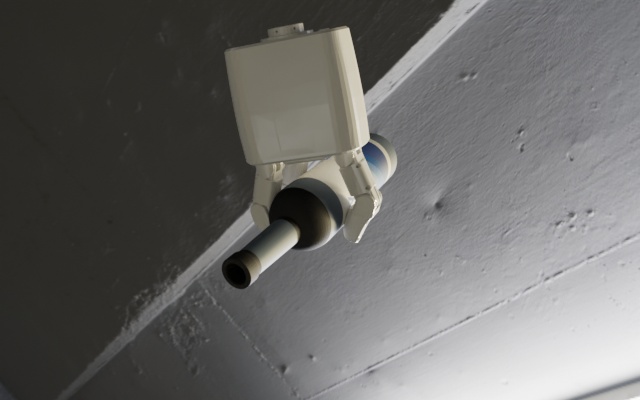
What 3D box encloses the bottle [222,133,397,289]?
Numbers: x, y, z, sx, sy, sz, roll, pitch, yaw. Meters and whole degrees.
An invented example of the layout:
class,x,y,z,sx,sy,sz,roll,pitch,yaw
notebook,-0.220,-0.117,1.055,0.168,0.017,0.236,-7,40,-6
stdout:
class,x,y,z,sx,sy,sz,roll,pitch,yaw
bottle,0.000,0.002,0.486,0.069,0.069,0.295,0,22,29
